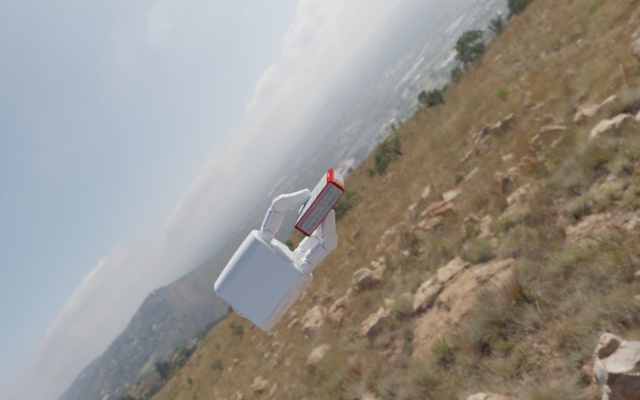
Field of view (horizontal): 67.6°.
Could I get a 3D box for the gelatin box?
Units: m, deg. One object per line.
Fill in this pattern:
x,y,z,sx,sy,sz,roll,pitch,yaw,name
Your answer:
0.000,0.002,0.699,0.030,0.089,0.073,34,16,-8,gelatin box
